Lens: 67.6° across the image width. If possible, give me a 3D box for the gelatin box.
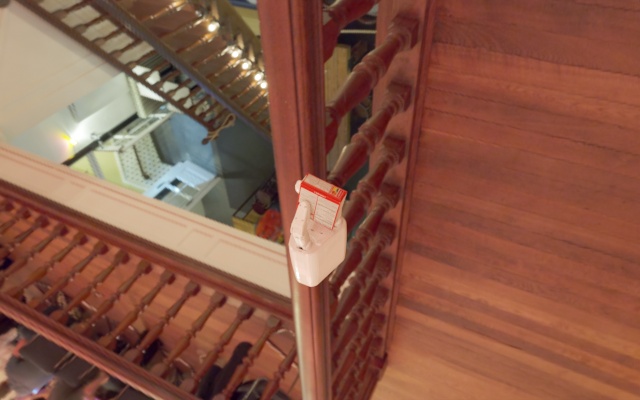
[{"bbox_3d":[0.000,0.003,0.801,0.073,0.030,0.089,26,-33,9],"label":"gelatin box"}]
